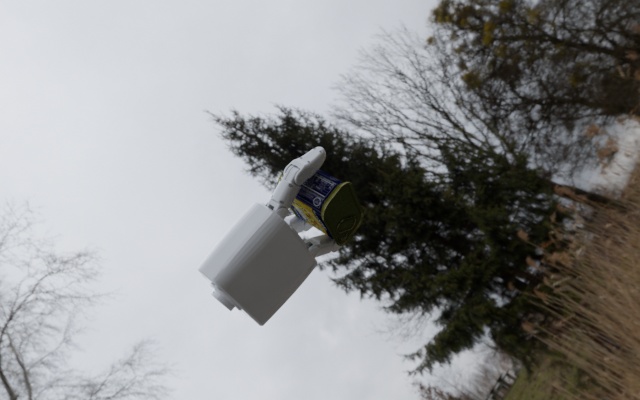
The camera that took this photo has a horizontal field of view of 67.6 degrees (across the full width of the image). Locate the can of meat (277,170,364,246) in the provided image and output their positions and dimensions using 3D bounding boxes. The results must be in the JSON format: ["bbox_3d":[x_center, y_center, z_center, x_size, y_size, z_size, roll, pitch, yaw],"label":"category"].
[{"bbox_3d":[0.000,0.002,0.618,0.084,0.057,0.102,29,-17,31],"label":"can of meat"}]
